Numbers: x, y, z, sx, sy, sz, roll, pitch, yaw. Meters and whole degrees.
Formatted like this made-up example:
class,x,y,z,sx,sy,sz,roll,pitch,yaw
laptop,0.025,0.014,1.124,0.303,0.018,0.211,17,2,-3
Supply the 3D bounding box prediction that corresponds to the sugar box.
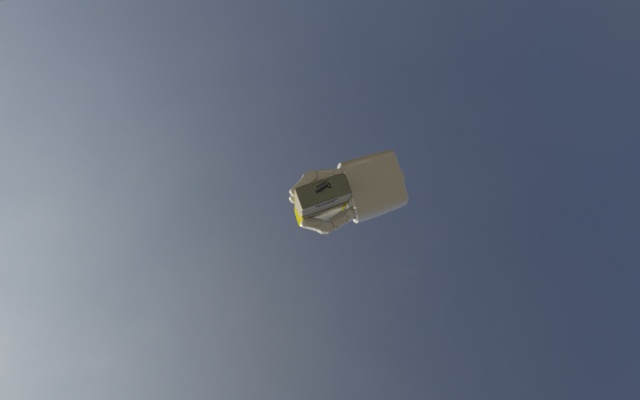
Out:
class,x,y,z,sx,sy,sz,roll,pitch,yaw
sugar box,0.000,0.002,0.886,0.093,0.048,0.176,-18,-14,-8
